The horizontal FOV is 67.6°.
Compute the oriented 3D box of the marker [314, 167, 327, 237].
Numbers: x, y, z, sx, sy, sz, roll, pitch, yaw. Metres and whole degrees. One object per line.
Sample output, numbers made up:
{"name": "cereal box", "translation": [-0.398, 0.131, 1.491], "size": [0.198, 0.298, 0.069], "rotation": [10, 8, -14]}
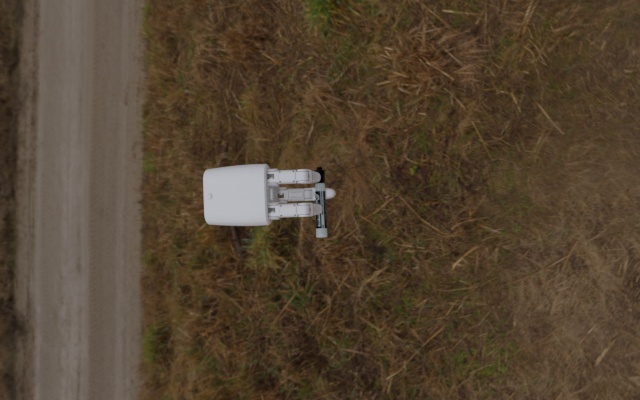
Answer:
{"name": "marker", "translation": [0.000, 0.003, 0.822], "size": [0.020, 0.121, 0.020], "rotation": [-2, -2, 0]}
